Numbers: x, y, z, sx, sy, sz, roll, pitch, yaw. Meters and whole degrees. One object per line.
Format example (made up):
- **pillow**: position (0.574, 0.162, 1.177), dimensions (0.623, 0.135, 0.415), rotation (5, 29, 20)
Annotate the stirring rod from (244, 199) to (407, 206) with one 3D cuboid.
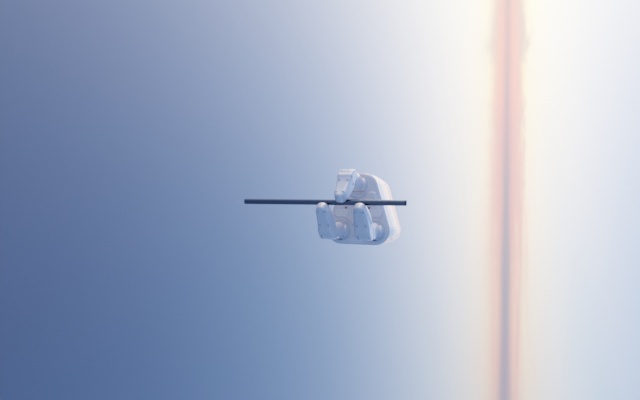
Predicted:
- **stirring rod**: position (0.000, 0.002, 0.669), dimensions (0.239, 0.011, 0.011), rotation (0, 0, 21)
